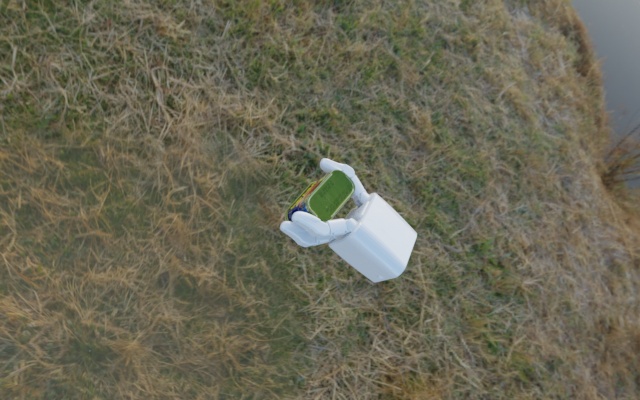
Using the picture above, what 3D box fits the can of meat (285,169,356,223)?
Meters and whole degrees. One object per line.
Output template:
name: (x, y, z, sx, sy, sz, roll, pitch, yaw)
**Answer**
can of meat: (0.000, 0.002, 0.779, 0.102, 0.057, 0.084, -49, 8, -29)
